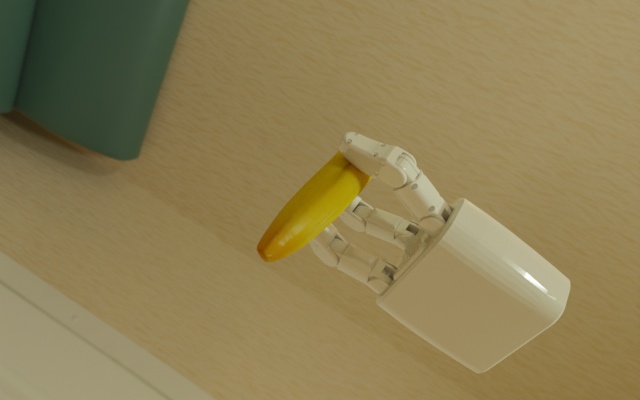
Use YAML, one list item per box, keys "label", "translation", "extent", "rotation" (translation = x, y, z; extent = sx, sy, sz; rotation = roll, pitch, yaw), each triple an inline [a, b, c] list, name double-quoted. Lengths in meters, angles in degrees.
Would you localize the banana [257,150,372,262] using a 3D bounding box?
- label: "banana"
  translation: [0.012, -0.012, 0.395]
  extent: [0.070, 0.037, 0.197]
  rotation: [-47, 1, 29]
